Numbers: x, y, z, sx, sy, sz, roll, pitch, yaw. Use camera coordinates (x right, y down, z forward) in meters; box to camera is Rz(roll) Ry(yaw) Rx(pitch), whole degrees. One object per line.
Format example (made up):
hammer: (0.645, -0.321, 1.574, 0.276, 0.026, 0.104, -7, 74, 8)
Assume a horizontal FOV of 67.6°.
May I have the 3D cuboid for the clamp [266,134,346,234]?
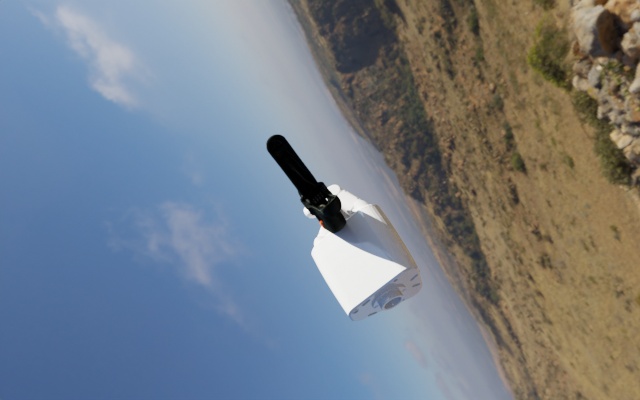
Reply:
clamp: (0.000, 0.002, 0.571, 0.039, 0.120, 0.171, -36, -34, 1)
